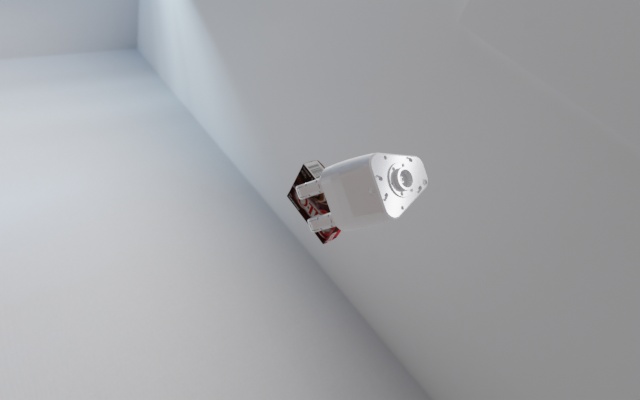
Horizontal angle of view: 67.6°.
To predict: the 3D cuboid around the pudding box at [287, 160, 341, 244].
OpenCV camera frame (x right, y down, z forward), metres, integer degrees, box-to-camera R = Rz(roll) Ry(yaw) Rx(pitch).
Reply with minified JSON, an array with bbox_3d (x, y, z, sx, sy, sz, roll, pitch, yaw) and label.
[{"bbox_3d":[0.000,0.003,0.796,0.039,0.113,0.090,-20,-25,-37],"label":"pudding box"}]
